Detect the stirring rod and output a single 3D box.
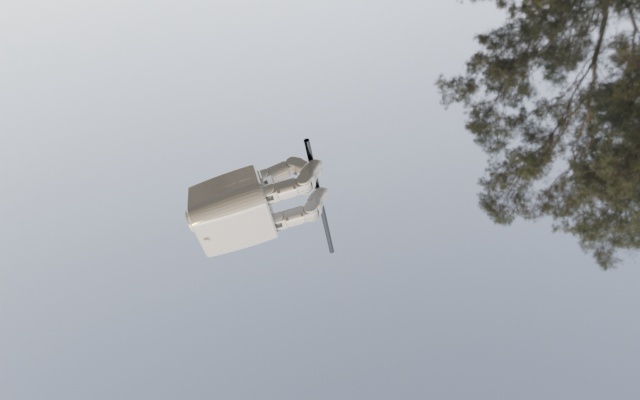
[{"bbox_3d":[0.000,0.002,0.741,0.011,0.240,0.011,-7,44,6],"label":"stirring rod"}]
